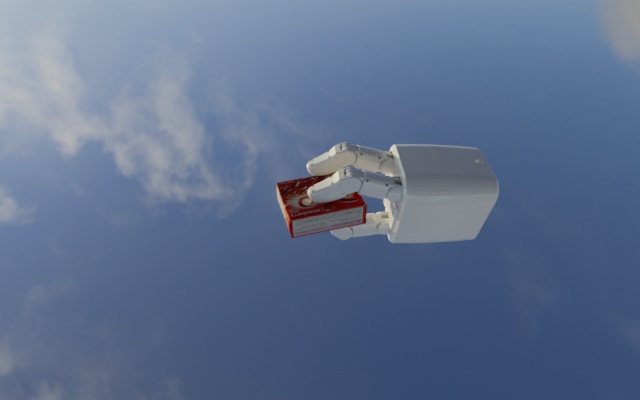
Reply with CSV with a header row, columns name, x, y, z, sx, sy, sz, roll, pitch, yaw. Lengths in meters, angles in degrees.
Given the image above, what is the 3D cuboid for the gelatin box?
name,x,y,z,sx,sy,sz,roll,pitch,yaw
gelatin box,0.000,0.002,0.546,0.089,0.030,0.073,-11,39,-11
